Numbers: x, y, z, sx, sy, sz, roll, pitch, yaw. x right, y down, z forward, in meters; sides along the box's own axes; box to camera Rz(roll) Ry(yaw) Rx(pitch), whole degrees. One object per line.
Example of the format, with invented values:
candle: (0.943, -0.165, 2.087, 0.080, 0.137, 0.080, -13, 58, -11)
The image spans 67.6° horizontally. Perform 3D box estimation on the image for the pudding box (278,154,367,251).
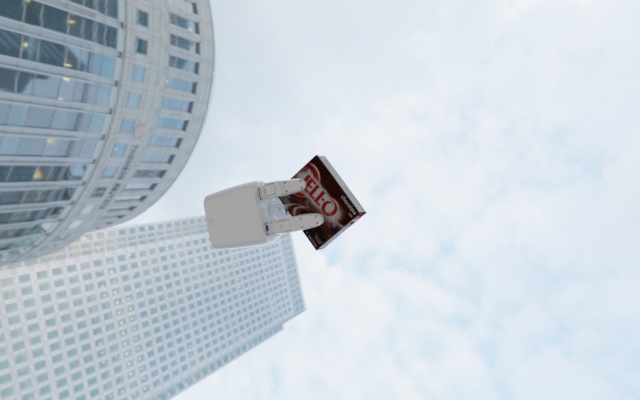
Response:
pudding box: (0.000, 0.002, 0.709, 0.090, 0.113, 0.039, -42, -13, 21)
